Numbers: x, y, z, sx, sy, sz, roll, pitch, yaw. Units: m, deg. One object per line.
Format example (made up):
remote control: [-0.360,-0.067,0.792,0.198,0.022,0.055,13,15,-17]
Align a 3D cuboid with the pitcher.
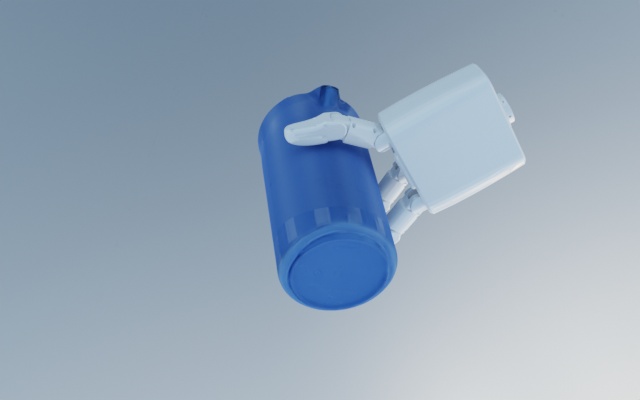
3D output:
pitcher: [0.000,0.002,0.516,0.145,0.149,0.242,-27,36,12]
